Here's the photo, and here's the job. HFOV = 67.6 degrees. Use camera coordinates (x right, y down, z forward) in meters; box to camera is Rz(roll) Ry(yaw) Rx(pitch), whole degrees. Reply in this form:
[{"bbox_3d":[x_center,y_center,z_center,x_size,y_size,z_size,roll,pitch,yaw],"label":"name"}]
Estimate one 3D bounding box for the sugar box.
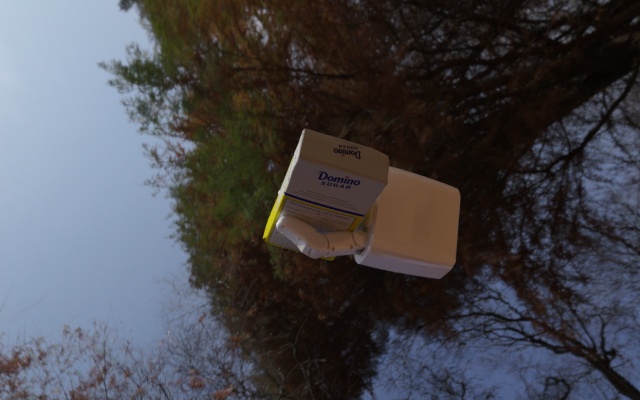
[{"bbox_3d":[0.000,0.001,0.529,0.093,0.048,0.176,16,-38,-10],"label":"sugar box"}]
